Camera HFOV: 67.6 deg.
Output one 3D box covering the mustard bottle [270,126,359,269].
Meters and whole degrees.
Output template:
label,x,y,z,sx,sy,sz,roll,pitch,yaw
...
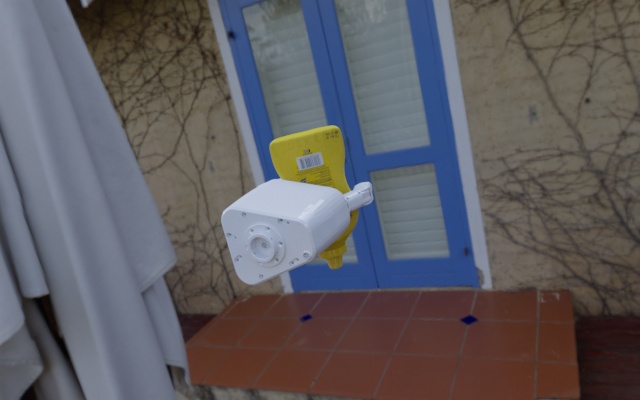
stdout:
label,x,y,z,sx,sy,sz,roll,pitch,yaw
mustard bottle,0.000,0.002,0.644,0.096,0.192,0.058,-14,12,1
